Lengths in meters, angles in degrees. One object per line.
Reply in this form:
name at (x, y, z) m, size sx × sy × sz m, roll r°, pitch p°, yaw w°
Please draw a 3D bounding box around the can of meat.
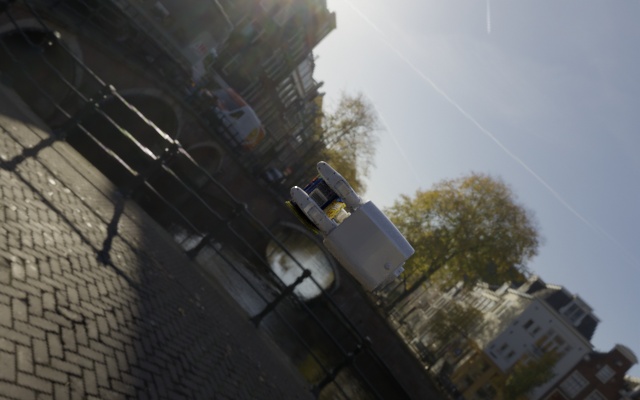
can of meat at (0.000, 0.002, 0.766) m, size 0.084 × 0.057 × 0.102 m, roll -42°, pitch -14°, yaw 0°
